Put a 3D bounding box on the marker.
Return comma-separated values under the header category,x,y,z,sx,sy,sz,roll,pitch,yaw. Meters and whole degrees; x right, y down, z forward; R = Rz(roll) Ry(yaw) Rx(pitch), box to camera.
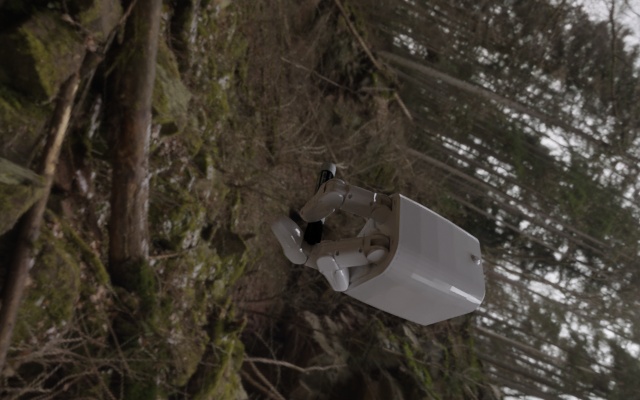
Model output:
category,x,y,z,sx,sy,sz,roll,pitch,yaw
marker,0.000,0.002,0.530,0.020,0.020,0.121,0,43,12
